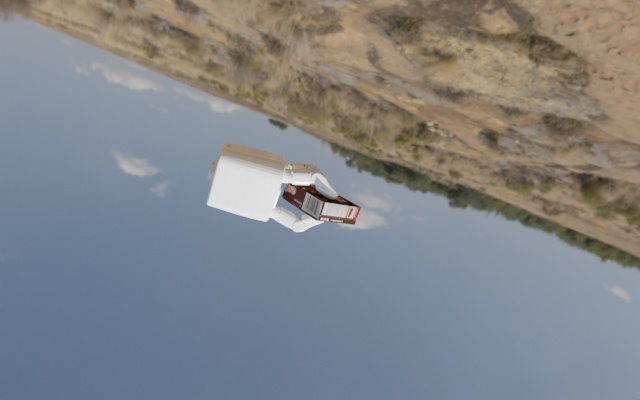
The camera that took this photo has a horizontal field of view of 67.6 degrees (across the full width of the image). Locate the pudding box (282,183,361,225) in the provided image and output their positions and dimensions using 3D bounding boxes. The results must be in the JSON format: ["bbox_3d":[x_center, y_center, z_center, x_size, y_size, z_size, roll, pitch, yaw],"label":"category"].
[{"bbox_3d":[0.000,0.003,0.834,0.090,0.039,0.113,7,18,-40],"label":"pudding box"}]
